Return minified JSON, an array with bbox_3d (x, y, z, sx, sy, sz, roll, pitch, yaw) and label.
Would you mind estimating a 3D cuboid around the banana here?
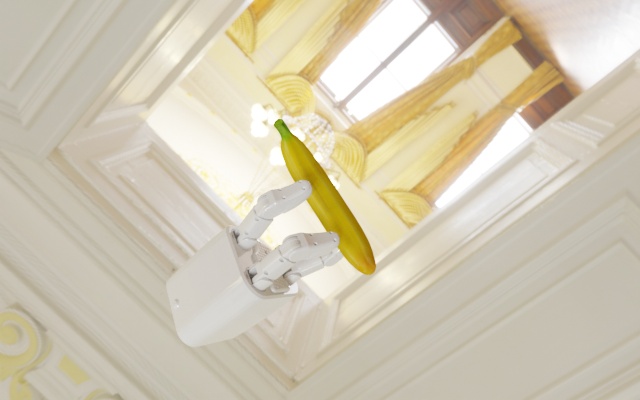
[{"bbox_3d":[0.003,0.000,0.539,0.037,0.197,0.069,-36,-12,10],"label":"banana"}]
